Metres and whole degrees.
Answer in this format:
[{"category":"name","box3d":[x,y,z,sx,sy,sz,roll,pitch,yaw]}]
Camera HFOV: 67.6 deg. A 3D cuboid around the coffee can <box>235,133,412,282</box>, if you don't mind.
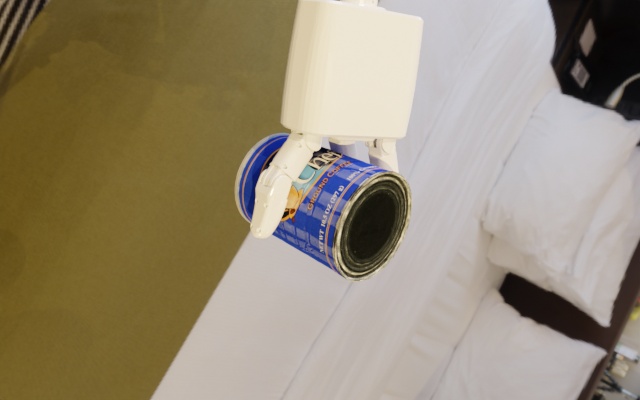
[{"category":"coffee can","box3d":[0.000,0.002,0.457,0.140,0.103,0.103,25,17,40]}]
